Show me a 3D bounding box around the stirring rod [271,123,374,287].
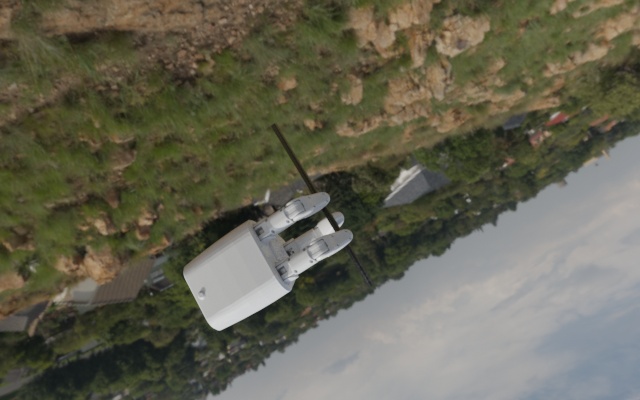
[{"bbox_3d":[0.000,0.002,0.599,0.011,0.239,0.011,-30,-12,-7],"label":"stirring rod"}]
